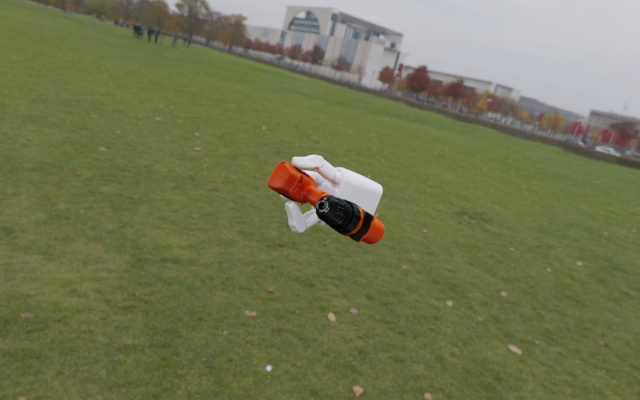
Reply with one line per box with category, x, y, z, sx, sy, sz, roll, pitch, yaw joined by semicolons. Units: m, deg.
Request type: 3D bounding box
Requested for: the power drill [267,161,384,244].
power drill;0.000;0.002;0.784;0.187;0.057;0.184;34;1;35
